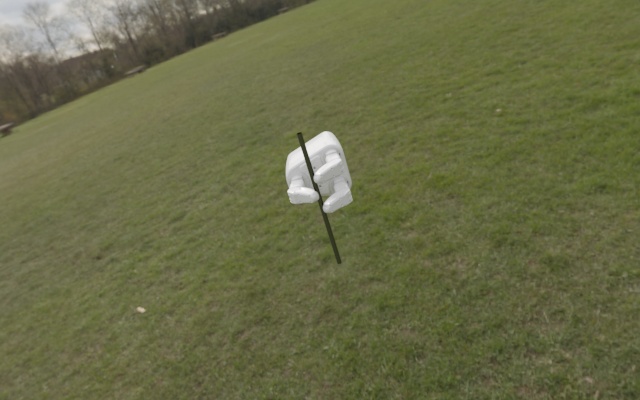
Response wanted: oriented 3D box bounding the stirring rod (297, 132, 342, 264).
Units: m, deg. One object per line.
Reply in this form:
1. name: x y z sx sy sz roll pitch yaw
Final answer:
1. stirring rod: 0.000 0.003 0.778 0.011 0.240 0.011 -14 24 7
